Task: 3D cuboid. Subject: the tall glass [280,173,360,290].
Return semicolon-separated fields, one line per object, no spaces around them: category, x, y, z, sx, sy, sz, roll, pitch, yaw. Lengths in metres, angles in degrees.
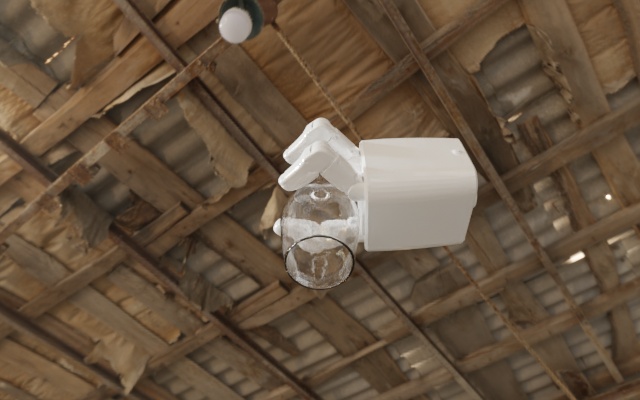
tall glass;0.000;0.001;0.498;0.079;0.079;0.201;0;33;1
